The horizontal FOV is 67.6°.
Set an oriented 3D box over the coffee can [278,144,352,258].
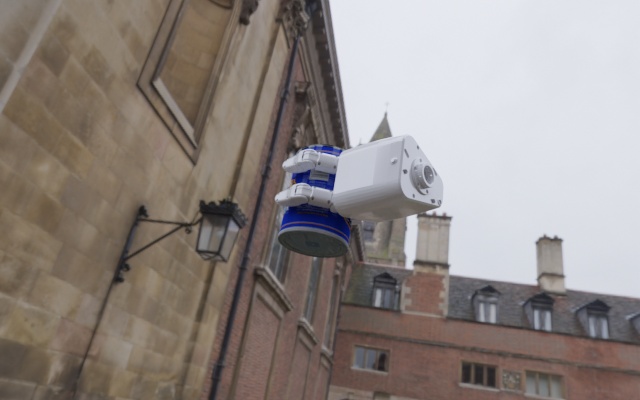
[{"bbox_3d":[0.000,0.003,0.712,0.103,0.140,0.103,8,-25,4],"label":"coffee can"}]
